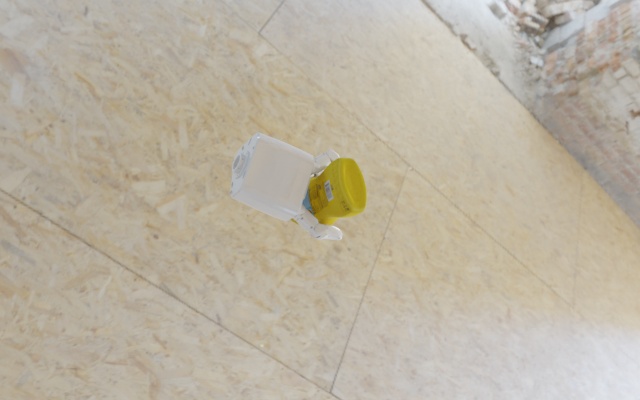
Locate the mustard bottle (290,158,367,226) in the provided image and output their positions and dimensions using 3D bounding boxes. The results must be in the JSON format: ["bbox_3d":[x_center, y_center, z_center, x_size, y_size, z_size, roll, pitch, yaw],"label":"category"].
[{"bbox_3d":[0.001,0.003,0.843,0.058,0.096,0.192,-3,-17,-37],"label":"mustard bottle"}]
